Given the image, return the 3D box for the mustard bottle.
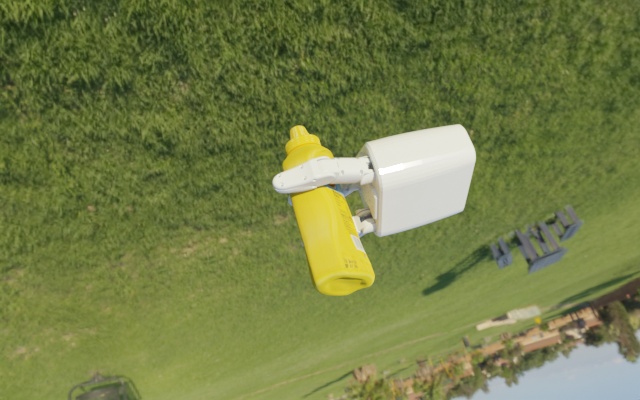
[{"bbox_3d":[0.000,0.002,0.511,0.058,0.191,0.096,-24,-24,16],"label":"mustard bottle"}]
